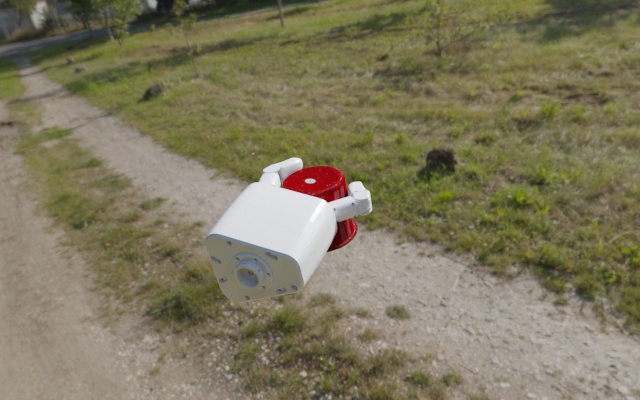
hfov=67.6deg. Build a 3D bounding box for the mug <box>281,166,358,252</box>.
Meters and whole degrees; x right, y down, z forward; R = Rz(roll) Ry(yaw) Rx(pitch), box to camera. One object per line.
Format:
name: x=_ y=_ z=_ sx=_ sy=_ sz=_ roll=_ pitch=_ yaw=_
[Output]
mug: x=0.001 y=0.001 z=0.622 sx=0.093 sy=0.081 sz=0.117 roll=1 pitch=31 yaw=20
